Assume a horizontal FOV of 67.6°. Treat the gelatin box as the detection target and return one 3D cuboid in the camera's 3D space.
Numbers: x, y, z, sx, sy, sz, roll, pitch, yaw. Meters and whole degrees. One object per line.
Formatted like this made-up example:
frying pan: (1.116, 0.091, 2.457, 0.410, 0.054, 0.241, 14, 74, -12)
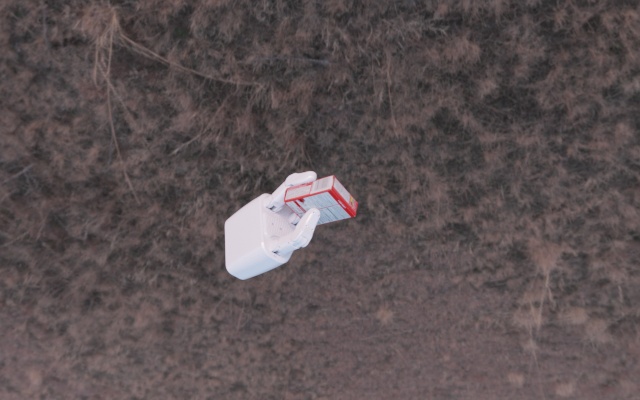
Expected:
gelatin box: (0.000, 0.003, 0.725, 0.089, 0.030, 0.073, -14, -43, 31)
